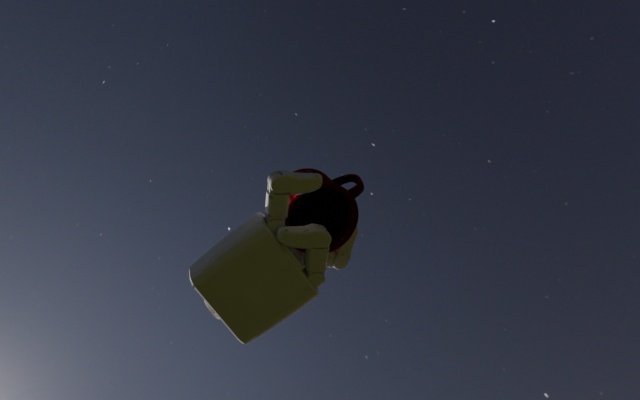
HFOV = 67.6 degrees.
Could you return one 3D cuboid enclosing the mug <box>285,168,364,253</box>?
[{"bbox_3d":[0.001,0.001,0.600,0.117,0.093,0.081,-34,28,-3],"label":"mug"}]
